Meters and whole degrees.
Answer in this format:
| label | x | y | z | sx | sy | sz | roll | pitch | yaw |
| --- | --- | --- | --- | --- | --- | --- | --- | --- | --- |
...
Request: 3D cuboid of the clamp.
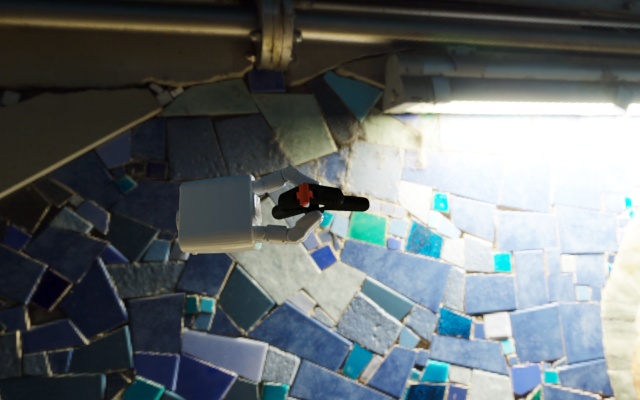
| label | x | y | z | sx | sy | sz | roll | pitch | yaw |
| --- | --- | --- | --- | --- | --- | --- | --- | --- | --- |
| clamp | 0.000 | 0.001 | 0.714 | 0.164 | 0.036 | 0.210 | -6 | -7 | -1 |
